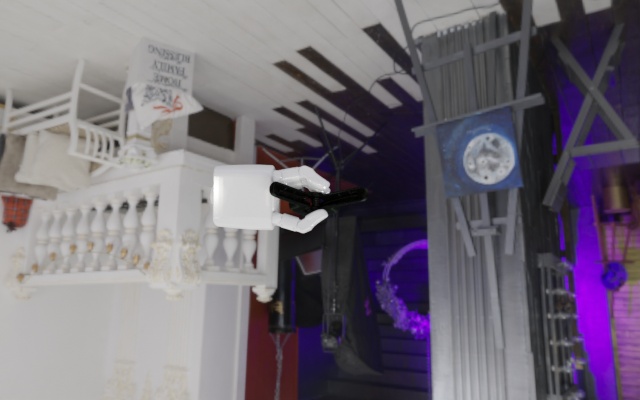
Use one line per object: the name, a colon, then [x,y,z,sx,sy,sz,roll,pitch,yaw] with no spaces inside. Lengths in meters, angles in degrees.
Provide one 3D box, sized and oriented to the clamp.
clamp: [0.000,0.004,0.875,0.164,0.036,0.210,3,-12,2]
